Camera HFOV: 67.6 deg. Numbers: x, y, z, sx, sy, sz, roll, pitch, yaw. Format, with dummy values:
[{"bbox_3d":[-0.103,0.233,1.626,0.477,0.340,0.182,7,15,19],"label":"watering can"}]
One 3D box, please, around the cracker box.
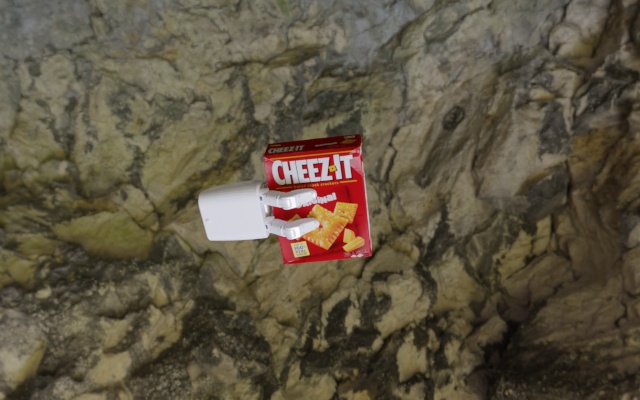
[{"bbox_3d":[0.000,0.003,0.838,0.164,0.214,0.072,-6,26,6],"label":"cracker box"}]
